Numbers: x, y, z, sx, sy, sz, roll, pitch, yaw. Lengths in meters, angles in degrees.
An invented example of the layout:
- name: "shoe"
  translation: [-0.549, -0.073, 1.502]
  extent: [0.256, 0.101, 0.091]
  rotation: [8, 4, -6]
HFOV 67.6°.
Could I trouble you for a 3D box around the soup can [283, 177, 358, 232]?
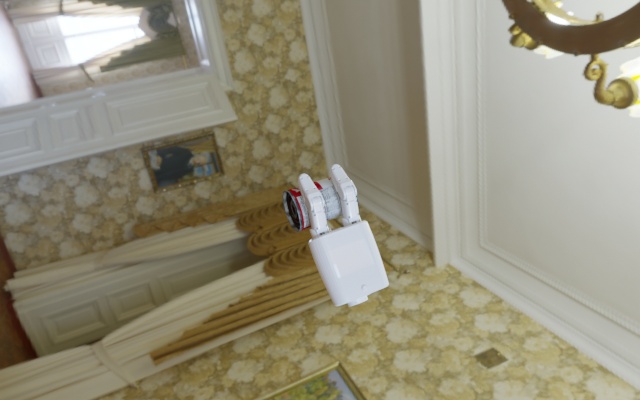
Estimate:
- name: "soup can"
  translation: [0.000, 0.002, 0.755]
  extent: [0.102, 0.068, 0.068]
  rotation: [-18, 6, -19]
